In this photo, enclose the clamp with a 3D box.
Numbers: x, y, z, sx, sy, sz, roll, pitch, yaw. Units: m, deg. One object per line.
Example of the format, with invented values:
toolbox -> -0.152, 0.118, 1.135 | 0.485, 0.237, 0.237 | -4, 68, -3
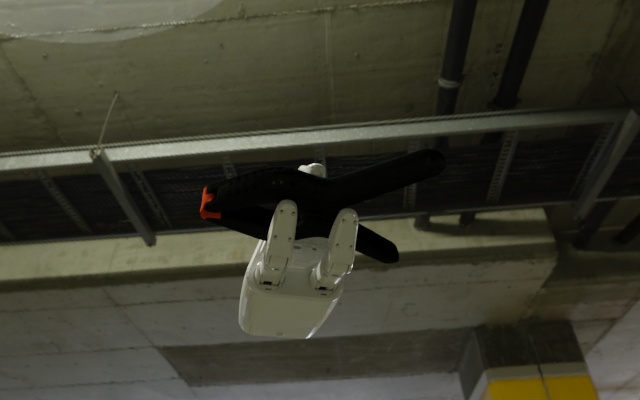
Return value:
clamp -> -0.001, 0.001, 0.435 | 0.210, 0.036, 0.165 | 7, -39, -12
